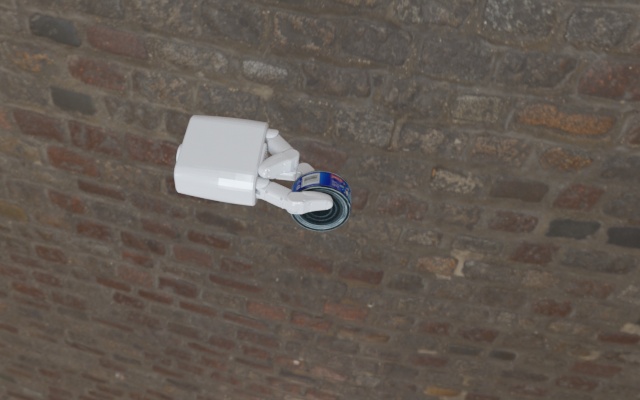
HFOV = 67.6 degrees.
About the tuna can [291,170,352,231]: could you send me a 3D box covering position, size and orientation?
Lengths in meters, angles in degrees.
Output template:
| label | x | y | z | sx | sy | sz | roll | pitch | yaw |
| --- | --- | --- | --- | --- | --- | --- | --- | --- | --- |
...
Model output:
| label | x | y | z | sx | sy | sz | roll | pitch | yaw |
| --- | --- | --- | --- | --- | --- | --- | --- | --- | --- |
| tuna can | 0.000 | 0.003 | 0.656 | 0.086 | 0.086 | 0.033 | 0 | 42 | 3 |
